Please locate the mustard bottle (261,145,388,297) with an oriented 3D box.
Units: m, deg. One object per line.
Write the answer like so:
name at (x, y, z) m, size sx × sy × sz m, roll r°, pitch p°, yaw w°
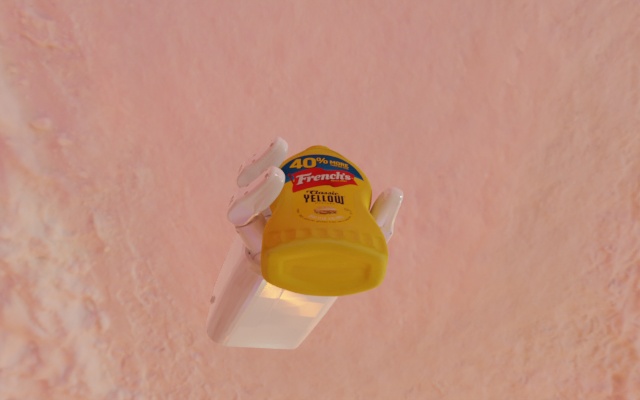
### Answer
mustard bottle at (0.000, 0.001, 0.431) m, size 0.096 × 0.058 × 0.191 m, roll 2°, pitch 32°, yaw -3°
